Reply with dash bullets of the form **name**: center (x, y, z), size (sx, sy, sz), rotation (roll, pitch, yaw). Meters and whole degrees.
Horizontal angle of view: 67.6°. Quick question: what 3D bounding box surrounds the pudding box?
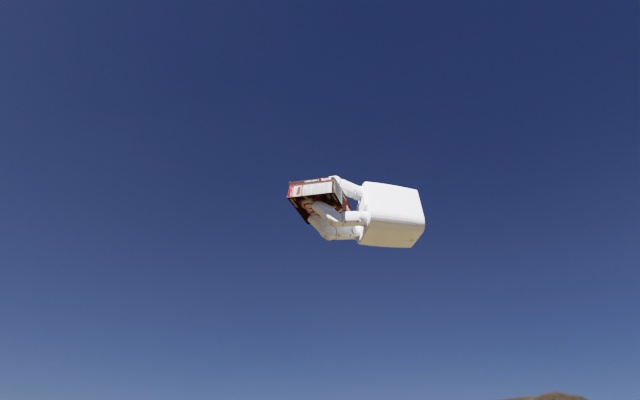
- **pudding box**: center (0.000, 0.003, 0.885), size (0.090, 0.039, 0.114), rotation (-7, -33, 17)
